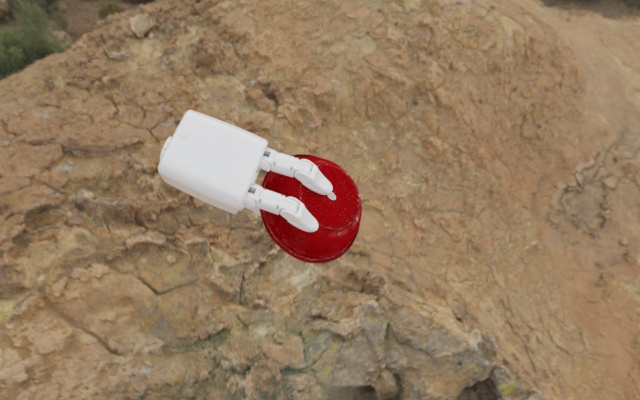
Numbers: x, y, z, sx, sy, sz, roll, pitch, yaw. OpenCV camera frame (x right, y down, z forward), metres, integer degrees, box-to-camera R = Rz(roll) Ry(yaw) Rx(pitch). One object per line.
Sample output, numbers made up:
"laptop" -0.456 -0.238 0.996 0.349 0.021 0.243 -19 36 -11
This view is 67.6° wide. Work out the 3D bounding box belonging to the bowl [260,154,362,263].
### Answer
"bowl" 0.001 0.002 0.656 0.162 0.162 0.055 0 -17 -30
